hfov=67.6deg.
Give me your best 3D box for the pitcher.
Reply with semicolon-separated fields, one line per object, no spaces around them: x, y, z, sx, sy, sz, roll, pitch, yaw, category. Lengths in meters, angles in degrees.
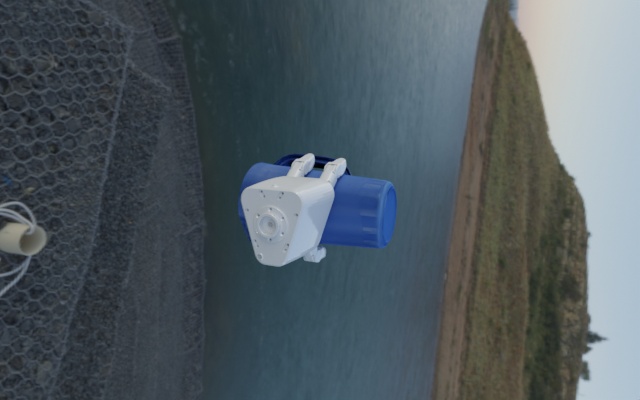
0.000;0.003;0.796;0.243;0.149;0.145;6;9;21;pitcher
